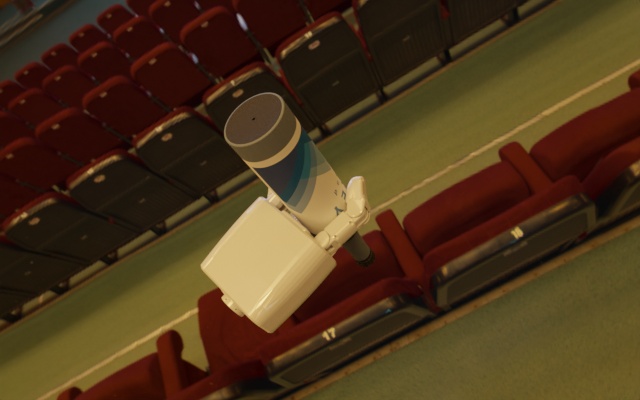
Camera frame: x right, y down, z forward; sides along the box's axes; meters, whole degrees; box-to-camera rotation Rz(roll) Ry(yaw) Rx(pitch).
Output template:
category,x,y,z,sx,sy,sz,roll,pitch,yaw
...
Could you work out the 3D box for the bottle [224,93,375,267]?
category,x,y,z,sx,sy,sz,roll,pitch,yaw
bottle,0.000,0.002,0.555,0.069,0.069,0.296,0,-32,31
